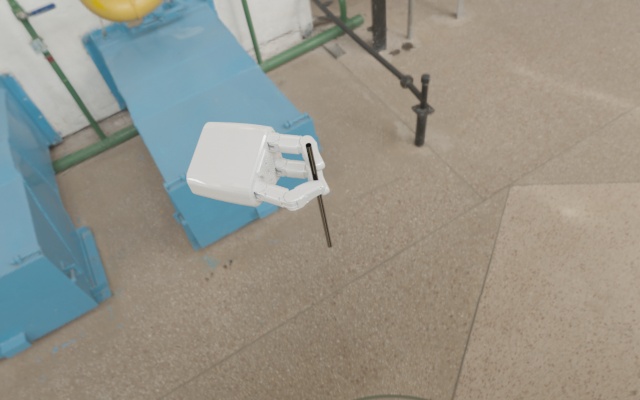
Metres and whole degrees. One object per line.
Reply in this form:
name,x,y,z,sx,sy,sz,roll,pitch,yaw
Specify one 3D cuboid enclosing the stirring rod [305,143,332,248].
stirring rod,0.000,0.002,0.706,0.011,0.011,0.240,0,-38,9
